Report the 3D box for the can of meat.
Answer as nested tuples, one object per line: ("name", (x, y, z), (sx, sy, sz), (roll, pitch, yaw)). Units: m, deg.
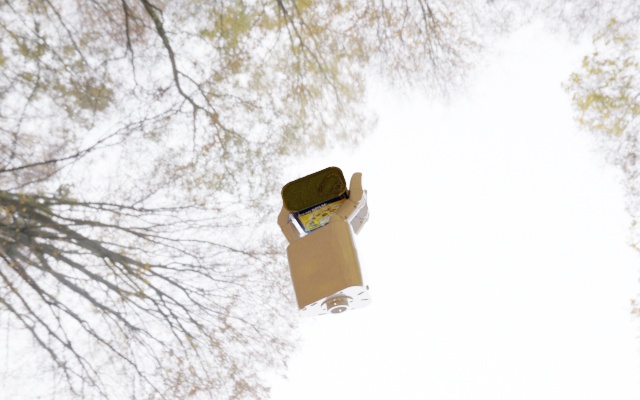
("can of meat", (0.000, 0.003, 0.755), (0.102, 0.057, 0.084), (-21, -35, 5))
